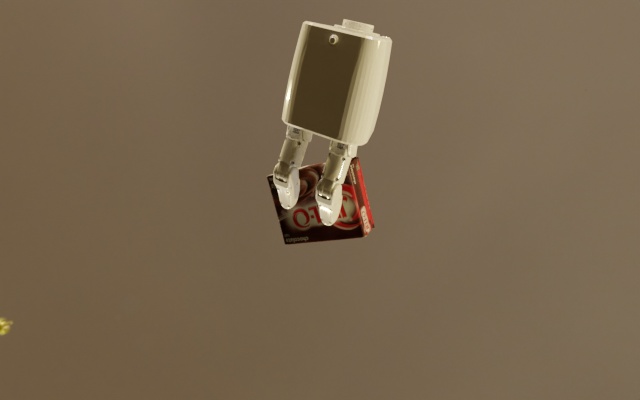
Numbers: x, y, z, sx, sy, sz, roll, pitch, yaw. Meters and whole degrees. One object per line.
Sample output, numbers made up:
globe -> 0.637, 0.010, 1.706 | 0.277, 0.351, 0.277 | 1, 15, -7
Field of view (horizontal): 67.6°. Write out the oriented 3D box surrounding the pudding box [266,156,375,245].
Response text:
pudding box -> 0.000, 0.002, 0.566 | 0.113, 0.090, 0.039 | -8, 11, 32
